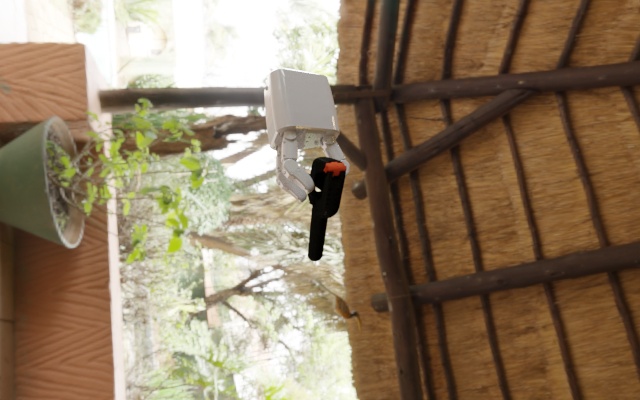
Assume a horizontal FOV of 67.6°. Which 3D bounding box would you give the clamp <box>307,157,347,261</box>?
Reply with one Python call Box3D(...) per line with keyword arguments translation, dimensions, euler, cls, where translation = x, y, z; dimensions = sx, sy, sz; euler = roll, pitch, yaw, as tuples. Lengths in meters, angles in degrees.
Box3D(translation=(0.001, 0.002, 0.753), dimensions=(0.036, 0.164, 0.210), euler=(-5, -15, -17), cls="clamp")
